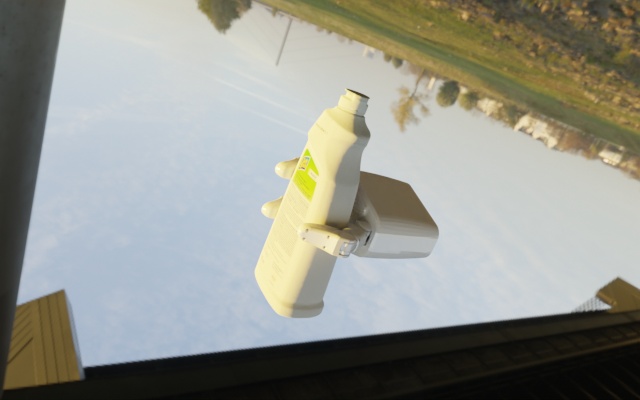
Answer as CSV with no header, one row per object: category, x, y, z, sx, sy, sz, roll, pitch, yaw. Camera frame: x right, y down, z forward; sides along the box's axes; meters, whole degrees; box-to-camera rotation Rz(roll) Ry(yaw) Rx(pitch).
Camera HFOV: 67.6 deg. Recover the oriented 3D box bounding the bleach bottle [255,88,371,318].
bleach bottle,0.000,0.002,0.536,0.068,0.251,0.102,8,24,-34
